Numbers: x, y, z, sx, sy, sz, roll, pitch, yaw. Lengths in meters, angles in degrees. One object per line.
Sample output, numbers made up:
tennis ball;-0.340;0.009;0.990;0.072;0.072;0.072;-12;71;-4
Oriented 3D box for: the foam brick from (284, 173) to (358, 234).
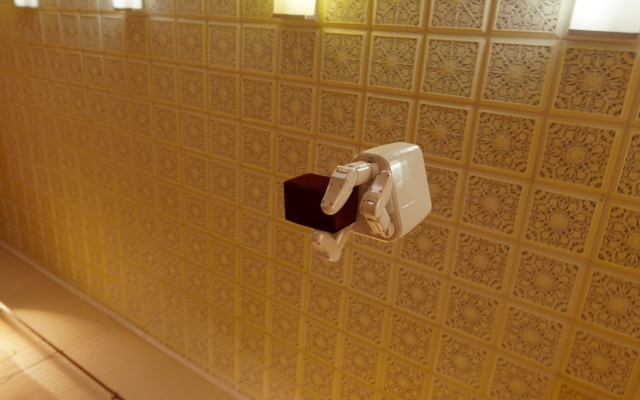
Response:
foam brick;0.000;0.002;0.594;0.078;0.053;0.051;15;25;32
